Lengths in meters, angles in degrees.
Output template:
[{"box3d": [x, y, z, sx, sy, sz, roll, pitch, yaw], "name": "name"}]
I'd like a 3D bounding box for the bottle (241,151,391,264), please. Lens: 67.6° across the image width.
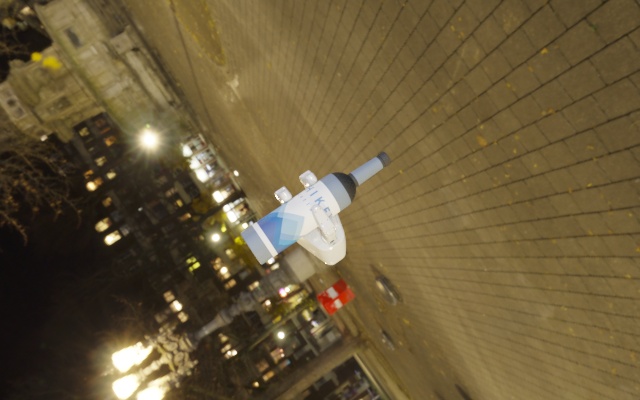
[{"box3d": [0.000, 0.003, 0.849, 0.295, 0.069, 0.069, -34, 6, -9], "name": "bottle"}]
